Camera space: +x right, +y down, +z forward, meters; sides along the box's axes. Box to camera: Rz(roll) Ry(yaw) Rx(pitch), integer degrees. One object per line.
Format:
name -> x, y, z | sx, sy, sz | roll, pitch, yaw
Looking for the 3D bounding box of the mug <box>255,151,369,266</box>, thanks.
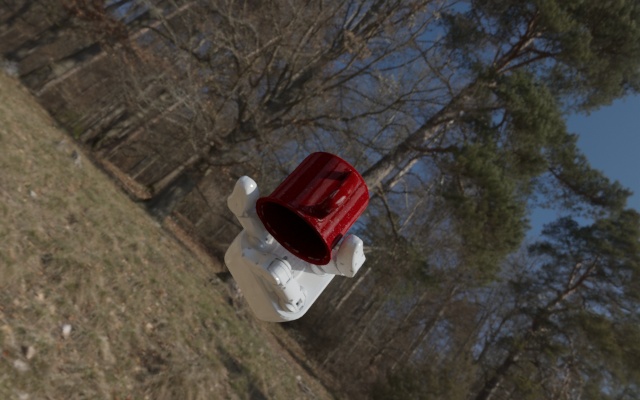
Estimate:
mug -> 0.001, 0.001, 0.472 | 0.081, 0.093, 0.117 | -49, 6, -27
